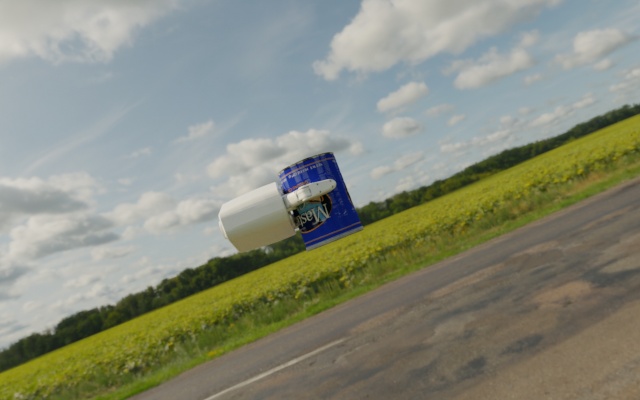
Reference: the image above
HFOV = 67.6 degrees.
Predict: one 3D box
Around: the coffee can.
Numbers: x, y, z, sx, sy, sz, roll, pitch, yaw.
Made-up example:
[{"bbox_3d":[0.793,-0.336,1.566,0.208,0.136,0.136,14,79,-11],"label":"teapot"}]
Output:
[{"bbox_3d":[0.000,0.003,0.806,0.103,0.140,0.103,-21,-5,-2],"label":"coffee can"}]
